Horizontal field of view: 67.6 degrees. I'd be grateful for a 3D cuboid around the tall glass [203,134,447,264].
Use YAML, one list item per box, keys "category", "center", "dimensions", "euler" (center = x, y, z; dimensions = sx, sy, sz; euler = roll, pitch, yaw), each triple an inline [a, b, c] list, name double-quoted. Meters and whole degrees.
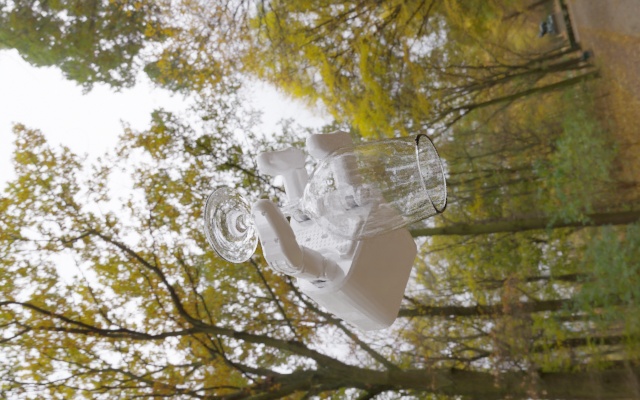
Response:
- category: "tall glass"
  center: [-0.001, 0.001, 0.404]
  dimensions: [0.201, 0.079, 0.079]
  euler: [-15, -8, 30]
